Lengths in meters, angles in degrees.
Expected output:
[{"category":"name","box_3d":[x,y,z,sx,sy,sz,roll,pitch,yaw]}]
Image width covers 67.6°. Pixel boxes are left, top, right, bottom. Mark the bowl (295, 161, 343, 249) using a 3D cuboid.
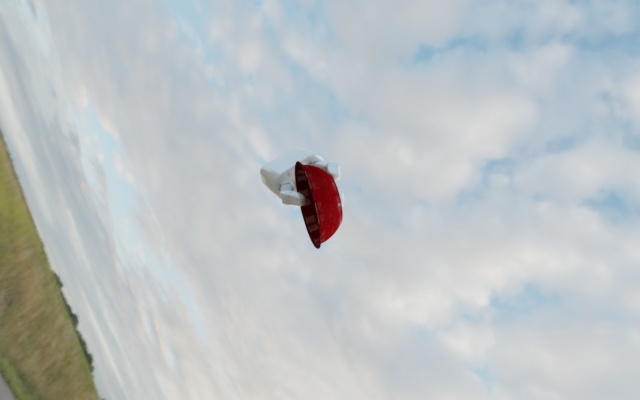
[{"category":"bowl","box_3d":[0.001,0.003,0.857,0.055,0.162,0.162,-13,2,-11]}]
